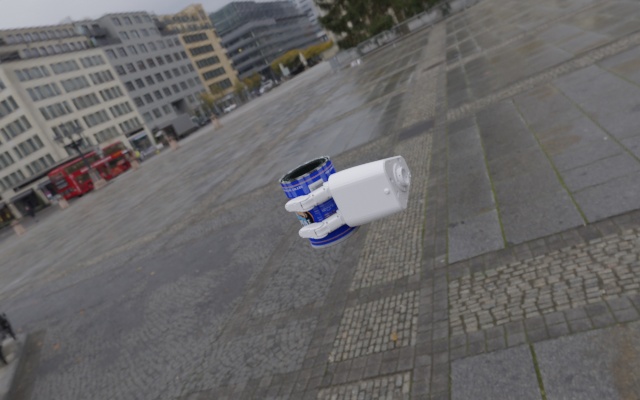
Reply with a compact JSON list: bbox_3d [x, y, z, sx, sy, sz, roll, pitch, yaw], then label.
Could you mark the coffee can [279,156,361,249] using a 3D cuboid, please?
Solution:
[{"bbox_3d":[0.000,0.003,0.880,0.103,0.140,0.102,-25,16,7],"label":"coffee can"}]
